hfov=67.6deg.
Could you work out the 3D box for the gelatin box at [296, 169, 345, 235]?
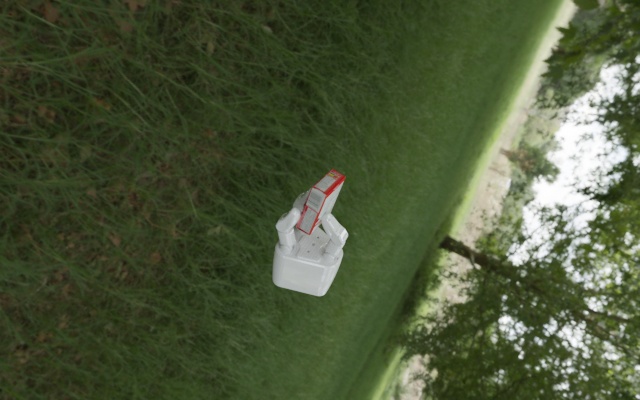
[{"bbox_3d":[0.001,0.002,0.768,0.030,0.089,0.073,31,37,11],"label":"gelatin box"}]
